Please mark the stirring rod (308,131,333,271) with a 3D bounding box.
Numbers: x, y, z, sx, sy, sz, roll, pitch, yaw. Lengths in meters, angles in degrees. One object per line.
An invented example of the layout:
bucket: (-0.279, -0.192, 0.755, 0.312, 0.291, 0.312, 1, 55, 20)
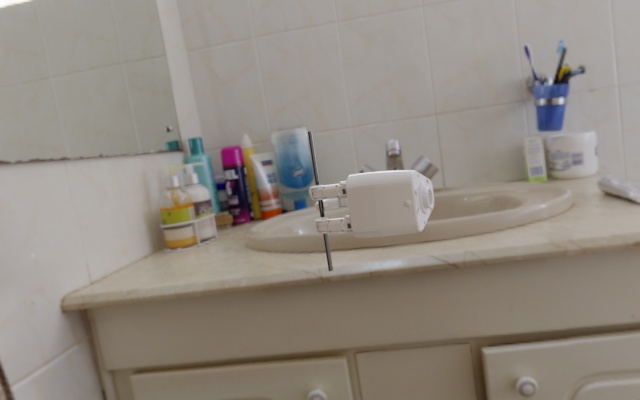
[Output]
stirring rod: (0.000, 0.003, 0.812, 0.011, 0.239, 0.011, -9, 6, 1)
